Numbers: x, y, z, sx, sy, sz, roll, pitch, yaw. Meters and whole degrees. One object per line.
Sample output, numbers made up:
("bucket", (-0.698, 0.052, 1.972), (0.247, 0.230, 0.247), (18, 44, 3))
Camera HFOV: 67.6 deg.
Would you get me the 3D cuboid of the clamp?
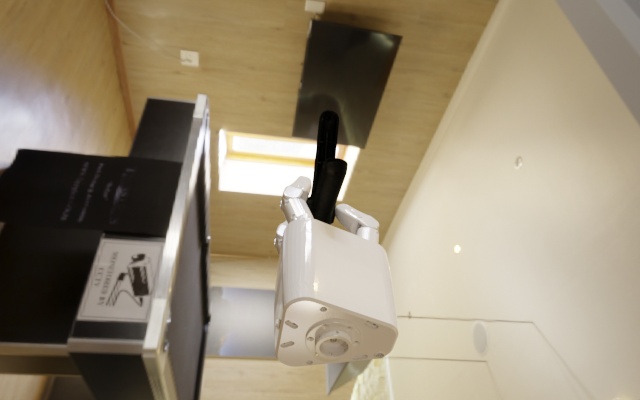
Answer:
("clamp", (0.001, 0.003, 0.583), (0.036, 0.210, 0.164), (7, 35, -5))
